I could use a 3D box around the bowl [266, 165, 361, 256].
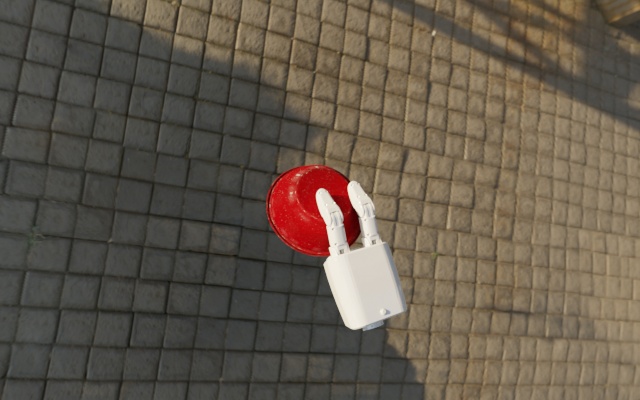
[{"bbox_3d":[-0.001,0.001,0.742,0.162,0.162,0.055,0,-27,-17],"label":"bowl"}]
